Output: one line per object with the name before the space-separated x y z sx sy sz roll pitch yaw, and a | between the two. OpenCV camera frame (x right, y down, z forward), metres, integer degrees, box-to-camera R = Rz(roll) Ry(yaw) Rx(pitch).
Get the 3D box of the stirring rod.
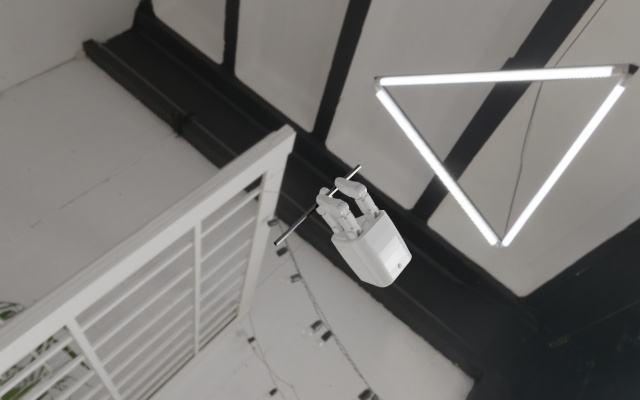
stirring rod | 0.000 0.003 0.845 0.011 0.011 0.239 0 35 48
